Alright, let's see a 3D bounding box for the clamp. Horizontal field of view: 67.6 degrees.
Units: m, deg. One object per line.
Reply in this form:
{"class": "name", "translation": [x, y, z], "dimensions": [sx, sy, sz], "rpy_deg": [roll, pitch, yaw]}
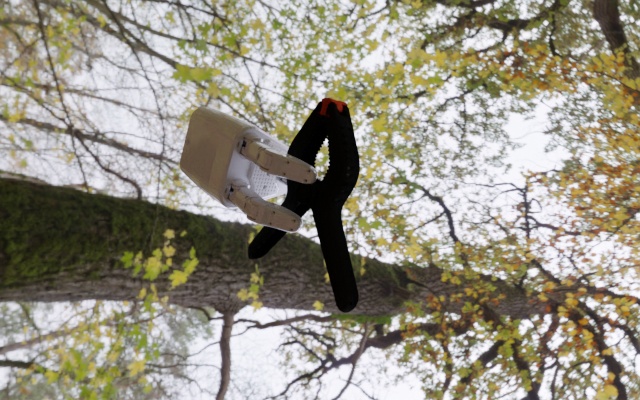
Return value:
{"class": "clamp", "translation": [0.001, 0.001, 0.503], "dimensions": [0.164, 0.210, 0.036], "rpy_deg": [29, 18, 38]}
